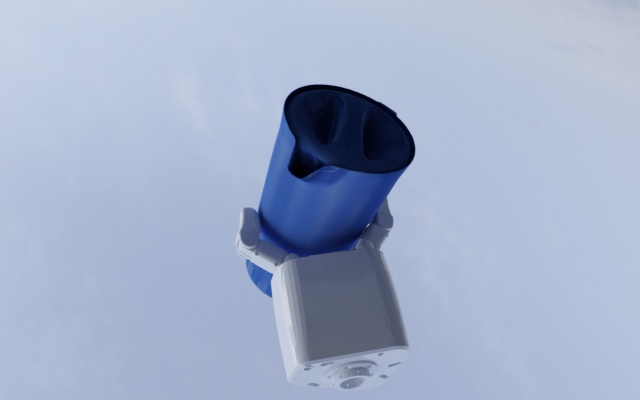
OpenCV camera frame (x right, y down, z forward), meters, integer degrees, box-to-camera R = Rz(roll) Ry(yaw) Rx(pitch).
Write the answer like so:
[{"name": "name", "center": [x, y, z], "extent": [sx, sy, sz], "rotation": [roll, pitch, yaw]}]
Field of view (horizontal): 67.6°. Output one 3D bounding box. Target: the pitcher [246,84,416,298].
[{"name": "pitcher", "center": [0.000, 0.002, 0.534], "extent": [0.149, 0.145, 0.243], "rotation": [5, -44, -21]}]
